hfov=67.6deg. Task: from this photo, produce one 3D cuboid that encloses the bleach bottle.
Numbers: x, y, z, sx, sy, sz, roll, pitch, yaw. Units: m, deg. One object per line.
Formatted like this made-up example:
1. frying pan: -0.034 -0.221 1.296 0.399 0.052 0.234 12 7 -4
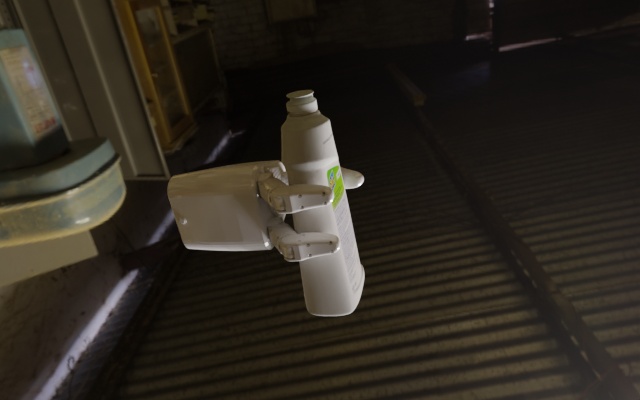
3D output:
1. bleach bottle: 0.000 0.002 0.537 0.068 0.251 0.102 -4 25 13
